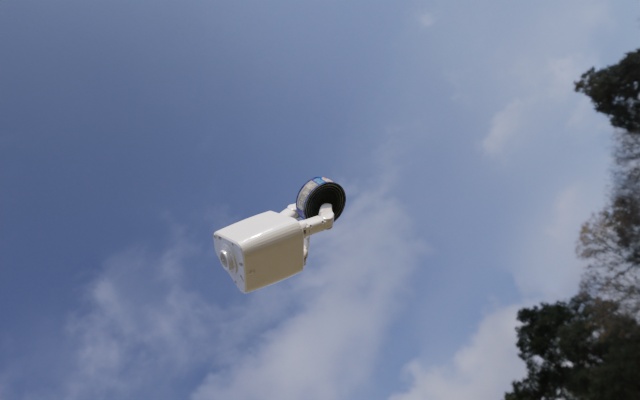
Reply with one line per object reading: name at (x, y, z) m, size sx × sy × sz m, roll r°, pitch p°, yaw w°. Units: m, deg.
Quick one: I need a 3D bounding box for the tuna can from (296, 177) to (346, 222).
tuna can at (0.000, 0.002, 0.829) m, size 0.086 × 0.086 × 0.033 m, roll 0°, pitch 22°, yaw -37°
